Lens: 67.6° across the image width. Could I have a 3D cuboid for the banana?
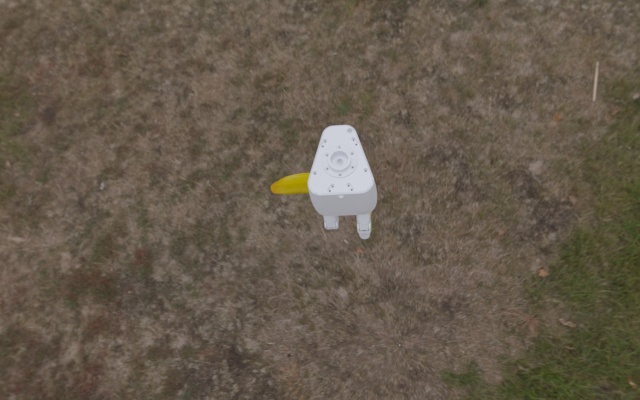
[{"bbox_3d":[0.011,-0.013,0.846,0.198,0.069,0.037,22,-13,10],"label":"banana"}]
